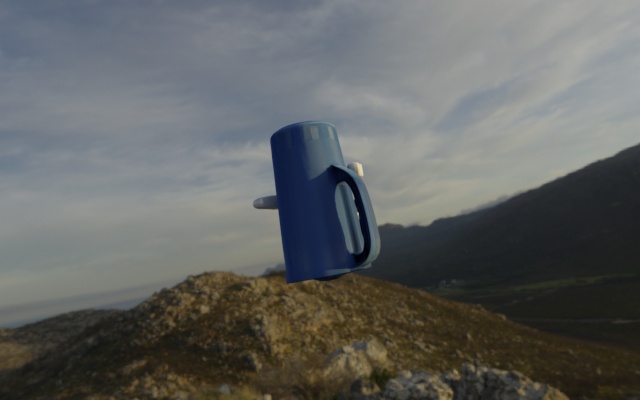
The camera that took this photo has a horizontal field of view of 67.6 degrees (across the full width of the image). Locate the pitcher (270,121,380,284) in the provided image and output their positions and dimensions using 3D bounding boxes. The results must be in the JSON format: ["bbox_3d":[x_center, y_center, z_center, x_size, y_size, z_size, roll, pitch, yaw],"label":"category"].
[{"bbox_3d":[0.000,0.002,0.743,0.149,0.243,0.145,-11,-7,1],"label":"pitcher"}]
